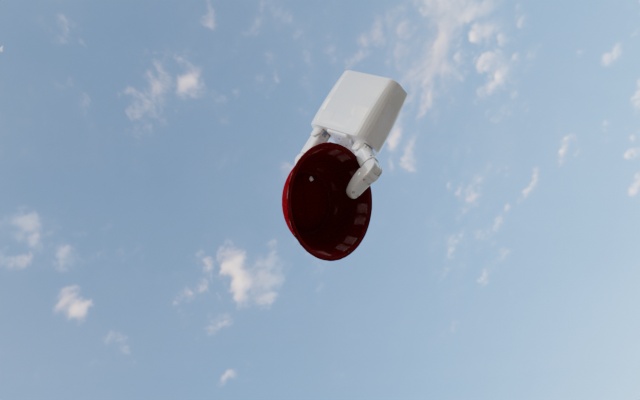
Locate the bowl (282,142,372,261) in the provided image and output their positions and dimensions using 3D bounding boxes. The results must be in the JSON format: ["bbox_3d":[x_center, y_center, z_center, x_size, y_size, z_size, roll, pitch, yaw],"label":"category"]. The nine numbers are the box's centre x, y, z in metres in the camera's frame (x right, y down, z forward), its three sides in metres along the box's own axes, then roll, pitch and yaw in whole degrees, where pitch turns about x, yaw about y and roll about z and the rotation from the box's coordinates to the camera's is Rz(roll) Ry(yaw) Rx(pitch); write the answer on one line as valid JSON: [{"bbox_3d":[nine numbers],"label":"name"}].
[{"bbox_3d":[-0.001,0.003,0.666,0.162,0.162,0.055,0,-2,-44],"label":"bowl"}]
